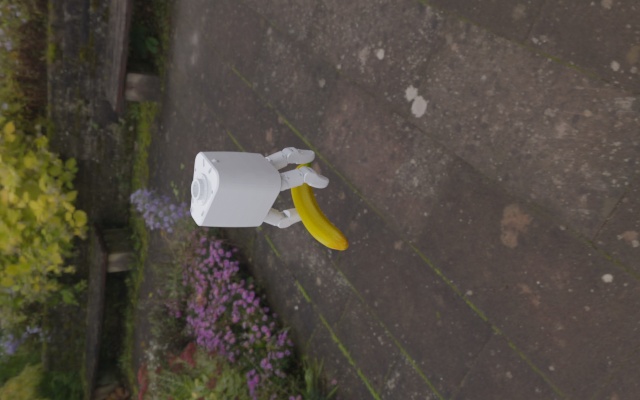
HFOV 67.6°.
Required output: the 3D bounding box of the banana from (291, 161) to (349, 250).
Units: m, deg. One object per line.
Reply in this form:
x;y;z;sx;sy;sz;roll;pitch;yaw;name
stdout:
-0.011;0.010;0.810;0.037;0.197;0.070;4;-37;-39;banana
